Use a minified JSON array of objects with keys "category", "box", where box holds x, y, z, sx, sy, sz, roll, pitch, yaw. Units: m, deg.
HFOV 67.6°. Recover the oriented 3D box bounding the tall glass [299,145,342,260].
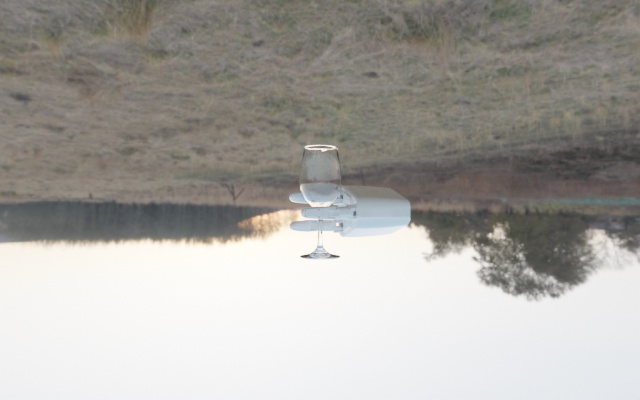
[{"category":"tall glass","box":[0.000,0.004,0.864,0.079,0.201,0.079,0,0,0]}]
